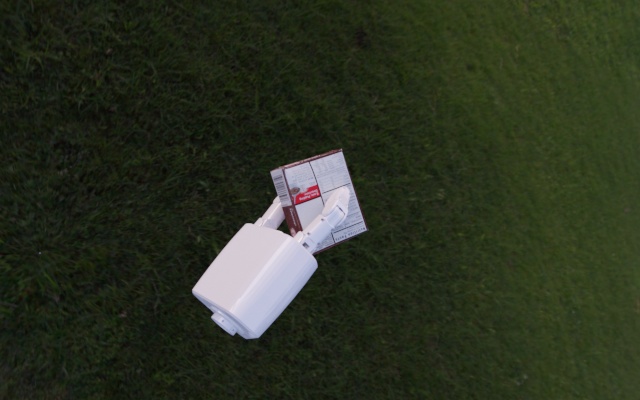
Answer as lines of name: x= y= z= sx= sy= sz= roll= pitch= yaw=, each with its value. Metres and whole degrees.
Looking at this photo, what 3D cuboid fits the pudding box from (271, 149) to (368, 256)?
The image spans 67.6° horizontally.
pudding box: x=0.000 y=0.002 z=0.592 sx=0.090 sy=0.113 sz=0.039 roll=-20 pitch=6 yaw=-28
